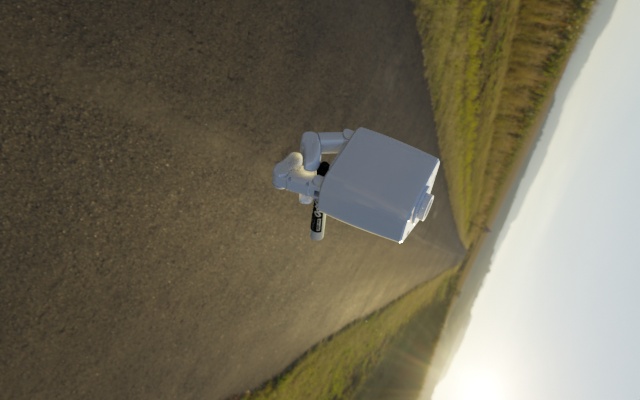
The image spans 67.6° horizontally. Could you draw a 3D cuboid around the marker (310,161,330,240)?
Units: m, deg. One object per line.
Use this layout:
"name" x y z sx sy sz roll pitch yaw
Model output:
"marker" 0.000 0.002 0.596 0.020 0.121 0.020 4 41 -3
